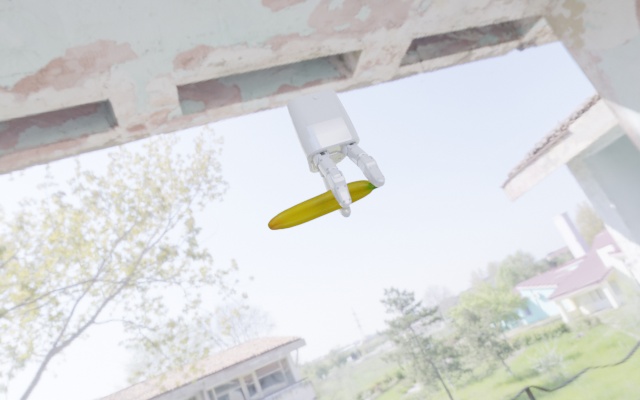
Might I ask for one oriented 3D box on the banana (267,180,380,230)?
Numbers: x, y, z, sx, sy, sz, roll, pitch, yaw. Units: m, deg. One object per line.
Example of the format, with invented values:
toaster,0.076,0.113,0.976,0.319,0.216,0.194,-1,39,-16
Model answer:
banana,0.006,0.004,0.803,0.198,0.037,0.069,-23,-10,3
